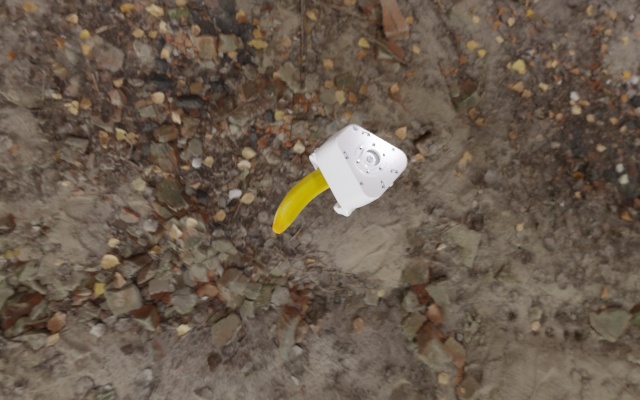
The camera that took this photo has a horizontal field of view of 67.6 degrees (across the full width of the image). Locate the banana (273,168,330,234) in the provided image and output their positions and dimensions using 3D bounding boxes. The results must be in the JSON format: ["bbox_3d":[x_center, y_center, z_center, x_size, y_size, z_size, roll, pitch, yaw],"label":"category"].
[{"bbox_3d":[-0.005,-0.016,0.821,0.198,0.069,0.037,-27,8,-18],"label":"banana"}]
